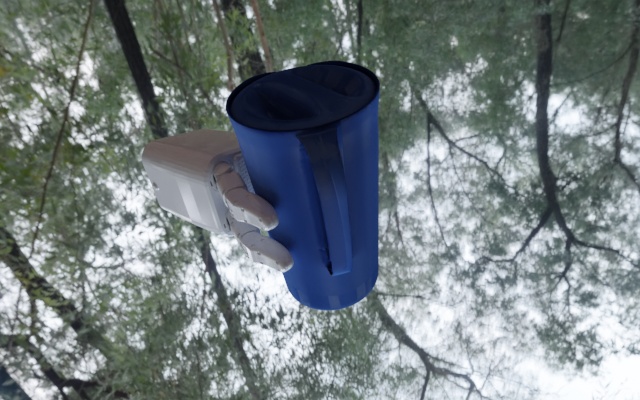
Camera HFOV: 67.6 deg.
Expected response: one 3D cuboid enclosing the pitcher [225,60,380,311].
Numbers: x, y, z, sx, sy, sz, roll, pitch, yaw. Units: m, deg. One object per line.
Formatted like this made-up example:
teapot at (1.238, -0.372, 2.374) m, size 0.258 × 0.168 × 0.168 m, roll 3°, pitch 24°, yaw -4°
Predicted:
pitcher at (0.000, 0.001, 0.471) m, size 0.145 × 0.243 × 0.149 m, roll 16°, pitch 44°, yaw 29°
